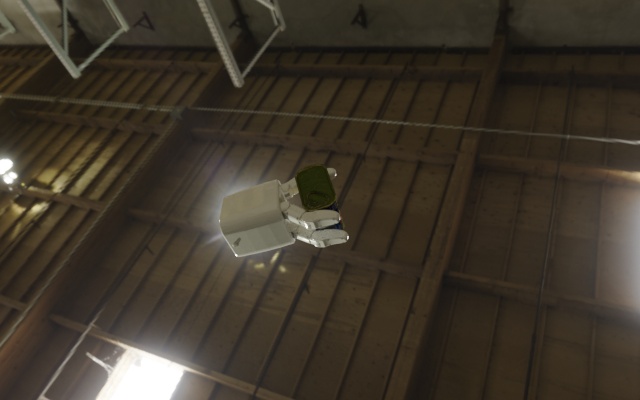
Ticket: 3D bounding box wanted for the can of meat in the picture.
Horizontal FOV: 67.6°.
[{"bbox_3d":[0.000,0.003,0.819,0.057,0.102,0.084,-19,-43,1],"label":"can of meat"}]
